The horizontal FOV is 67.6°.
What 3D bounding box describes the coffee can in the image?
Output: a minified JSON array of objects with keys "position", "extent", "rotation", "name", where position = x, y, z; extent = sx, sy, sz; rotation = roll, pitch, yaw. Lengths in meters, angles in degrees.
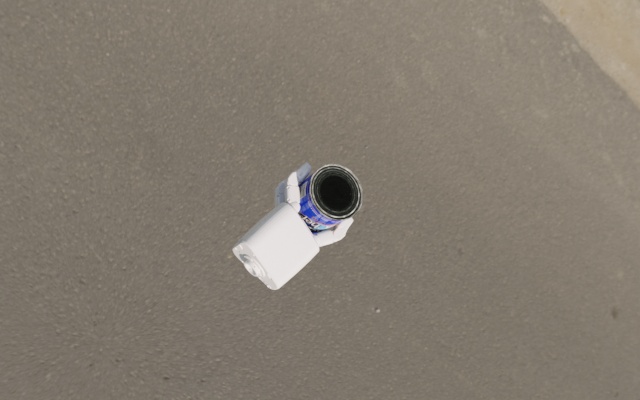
[{"position":[0.000,0.003,0.882],"extent":[0.103,0.102,0.140],"rotation":[0,-15,-25],"name":"coffee can"}]
